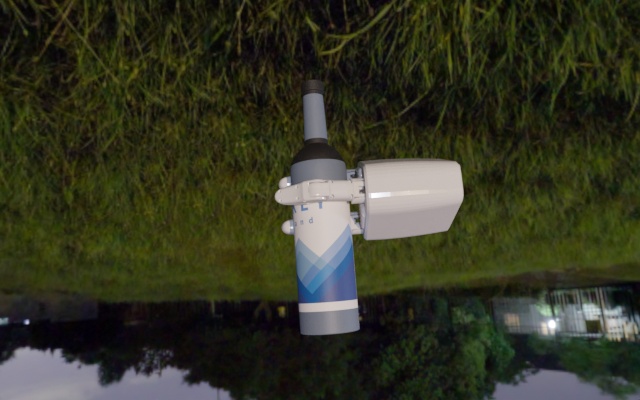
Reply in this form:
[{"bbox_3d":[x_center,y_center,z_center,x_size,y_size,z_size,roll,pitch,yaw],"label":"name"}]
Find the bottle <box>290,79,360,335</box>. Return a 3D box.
[{"bbox_3d":[0.000,0.002,0.559,0.069,0.295,0.069,-4,-10,-1],"label":"bottle"}]
